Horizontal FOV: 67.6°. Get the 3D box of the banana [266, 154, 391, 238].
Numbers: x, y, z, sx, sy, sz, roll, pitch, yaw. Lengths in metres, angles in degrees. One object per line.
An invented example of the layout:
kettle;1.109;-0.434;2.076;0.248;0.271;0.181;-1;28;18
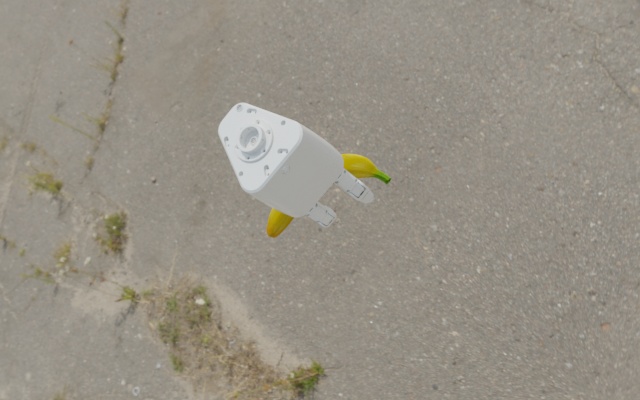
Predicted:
banana;-0.004;-0.016;0.678;0.198;0.069;0.037;-26;-16;16
